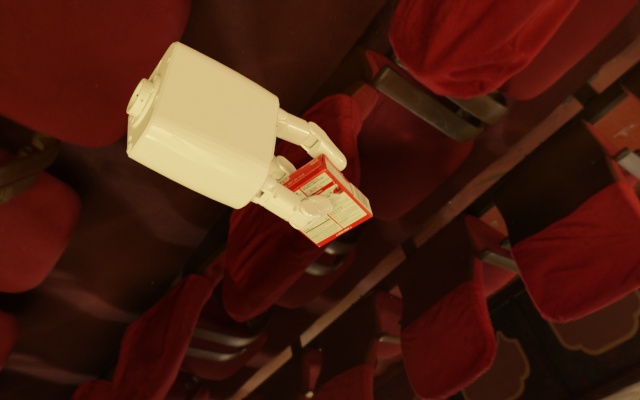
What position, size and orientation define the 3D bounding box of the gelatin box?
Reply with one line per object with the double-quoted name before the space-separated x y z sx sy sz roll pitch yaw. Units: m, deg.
"gelatin box" 0.000 0.002 0.506 0.073 0.030 0.089 -32 -52 20
